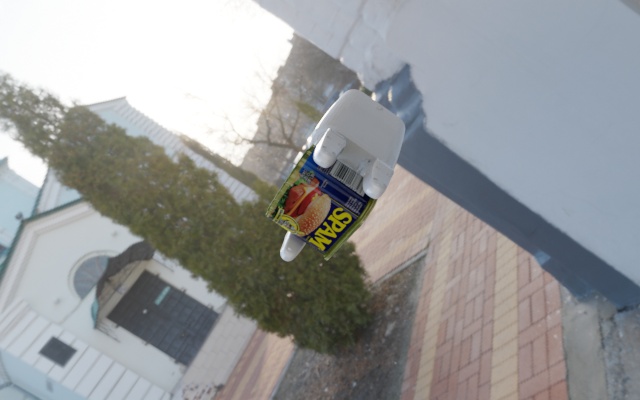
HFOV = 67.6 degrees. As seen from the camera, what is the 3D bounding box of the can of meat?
[{"bbox_3d":[0.000,0.002,0.491,0.084,0.057,0.102,34,-44,-4],"label":"can of meat"}]
